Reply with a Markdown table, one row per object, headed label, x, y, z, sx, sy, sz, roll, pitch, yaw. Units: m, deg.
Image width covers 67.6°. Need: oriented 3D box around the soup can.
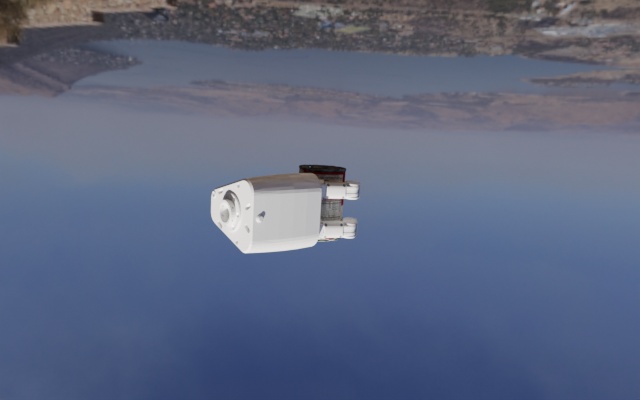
| label | x | y | z | sx | sy | sz | roll | pitch | yaw |
| --- | --- | --- | --- | --- | --- | --- | --- | --- | --- |
| soup can | 0.000 | 0.002 | 0.689 | 0.068 | 0.102 | 0.068 | 3 | 9 | -1 |
